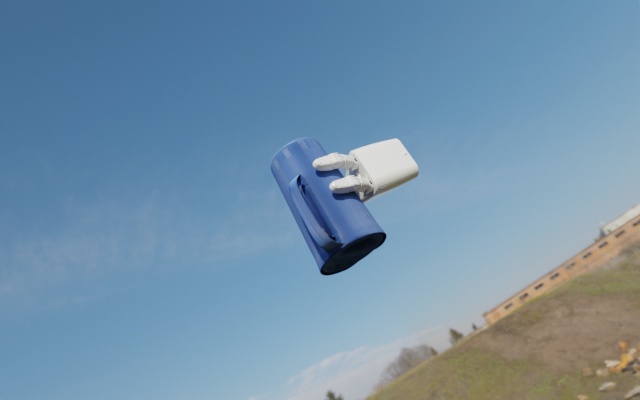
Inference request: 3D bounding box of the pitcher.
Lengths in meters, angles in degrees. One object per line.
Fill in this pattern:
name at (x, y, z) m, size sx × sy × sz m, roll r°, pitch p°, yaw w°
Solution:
pitcher at (0.000, 0.003, 0.868) m, size 0.145 × 0.242 × 0.149 m, roll -21°, pitch -26°, yaw -23°
